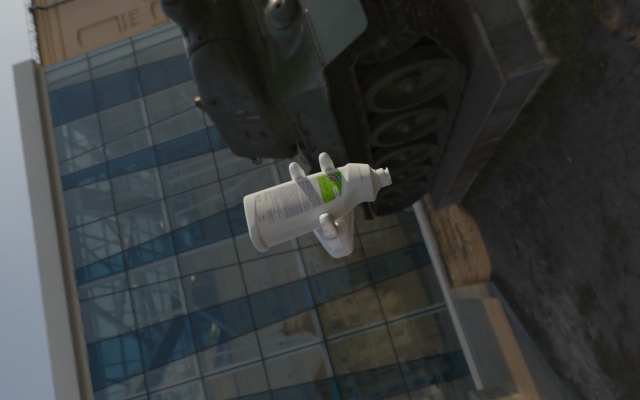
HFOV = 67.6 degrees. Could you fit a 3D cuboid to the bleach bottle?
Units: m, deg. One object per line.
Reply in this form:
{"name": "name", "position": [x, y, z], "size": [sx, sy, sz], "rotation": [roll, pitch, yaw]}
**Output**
{"name": "bleach bottle", "position": [0.000, 0.003, 0.817], "size": [0.251, 0.102, 0.068], "rotation": [-18, -28, 4]}
